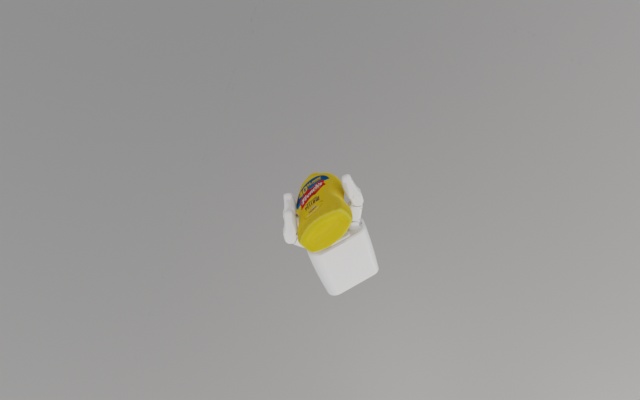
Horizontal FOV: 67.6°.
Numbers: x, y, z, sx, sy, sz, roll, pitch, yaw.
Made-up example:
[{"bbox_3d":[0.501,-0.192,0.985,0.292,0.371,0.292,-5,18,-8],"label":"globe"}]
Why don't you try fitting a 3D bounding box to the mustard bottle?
[{"bbox_3d":[0.000,0.003,0.835,0.058,0.096,0.191,40,19,-24],"label":"mustard bottle"}]
